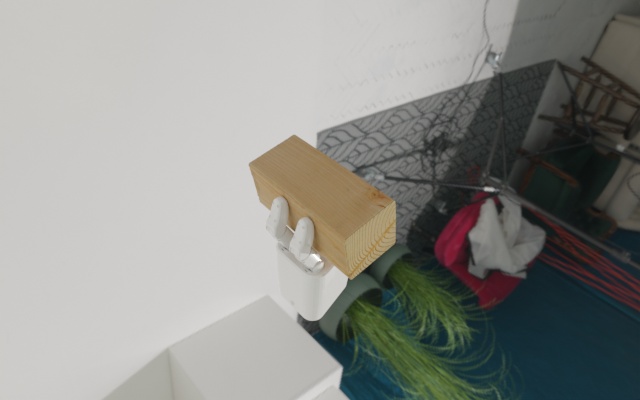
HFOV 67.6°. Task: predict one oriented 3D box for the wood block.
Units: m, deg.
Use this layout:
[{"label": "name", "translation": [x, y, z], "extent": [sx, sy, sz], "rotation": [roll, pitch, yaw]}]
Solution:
[{"label": "wood block", "translation": [0.000, 0.002, 0.676], "extent": [0.091, 0.090, 0.206], "rotation": [-36, 51, -23]}]
